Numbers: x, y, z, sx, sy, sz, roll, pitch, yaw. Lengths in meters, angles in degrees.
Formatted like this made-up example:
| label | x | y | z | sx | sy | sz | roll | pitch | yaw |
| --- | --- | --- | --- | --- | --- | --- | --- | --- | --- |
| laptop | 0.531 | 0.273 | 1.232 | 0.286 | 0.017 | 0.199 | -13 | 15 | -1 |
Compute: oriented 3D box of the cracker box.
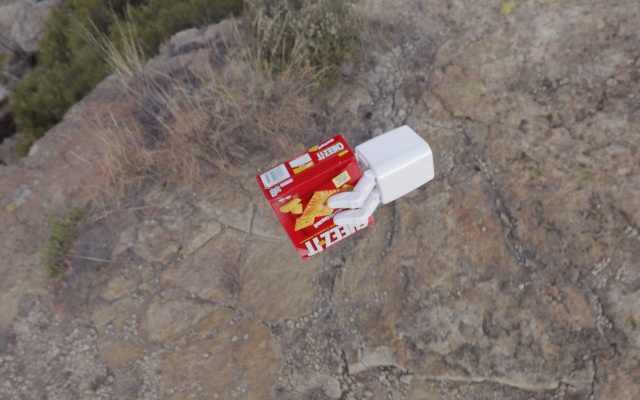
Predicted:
| label | x | y | z | sx | sy | sz | roll | pitch | yaw |
| --- | --- | --- | --- | --- | --- | --- | --- | --- | --- |
| cracker box | 0.000 | 0.003 | 0.868 | 0.164 | 0.072 | 0.214 | -27 | -38 | -3 |
